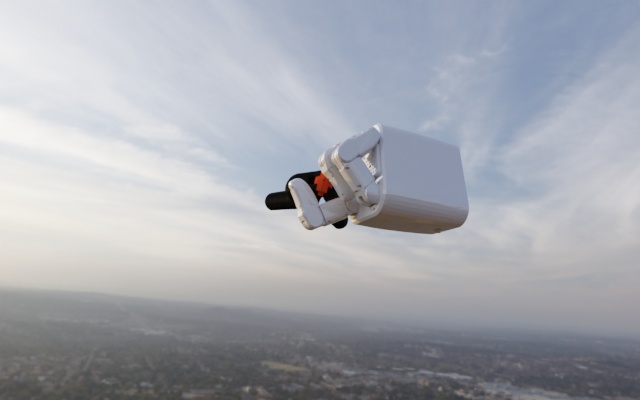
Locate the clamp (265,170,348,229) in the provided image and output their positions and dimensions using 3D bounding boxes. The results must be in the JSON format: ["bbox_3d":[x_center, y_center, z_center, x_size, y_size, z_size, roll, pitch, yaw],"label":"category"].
[{"bbox_3d":[0.000,0.001,0.615,0.120,0.039,0.171,13,-13,-15],"label":"clamp"}]
